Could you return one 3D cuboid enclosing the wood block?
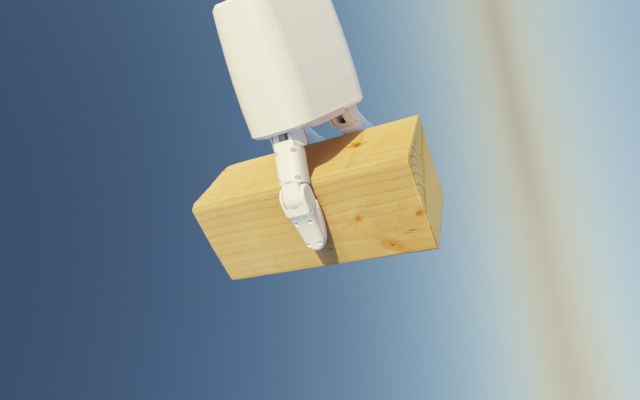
[{"bbox_3d":[0.000,0.001,0.449,0.206,0.090,0.090,-12,27,24],"label":"wood block"}]
